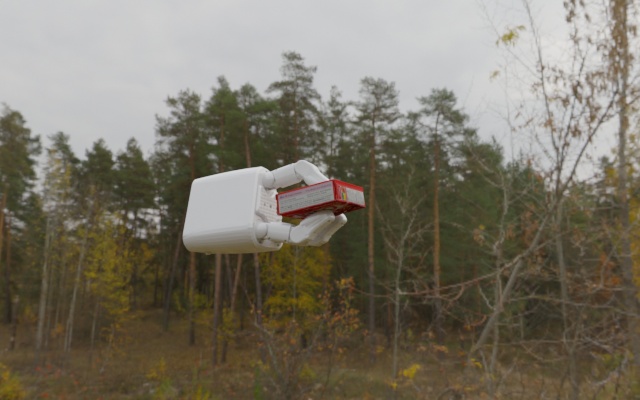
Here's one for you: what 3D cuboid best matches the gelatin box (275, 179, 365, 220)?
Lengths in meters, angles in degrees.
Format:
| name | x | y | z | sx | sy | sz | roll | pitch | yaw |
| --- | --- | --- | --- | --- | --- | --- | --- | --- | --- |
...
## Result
| name | x | y | z | sx | sy | sz | roll | pitch | yaw |
| --- | --- | --- | --- | --- | --- | --- | --- | --- | --- |
| gelatin box | 0.000 | 0.001 | 0.597 | 0.089 | 0.030 | 0.073 | -15 | -15 | 30 |
